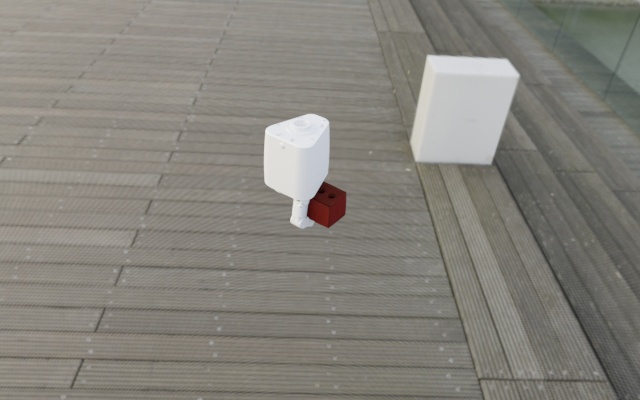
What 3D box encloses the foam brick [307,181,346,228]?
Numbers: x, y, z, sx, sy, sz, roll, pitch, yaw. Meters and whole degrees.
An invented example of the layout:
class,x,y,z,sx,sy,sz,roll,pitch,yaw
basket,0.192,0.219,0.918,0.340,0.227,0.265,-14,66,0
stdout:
class,x,y,z,sx,sy,sz,roll,pitch,yaw
foam brick,0.000,0.003,0.846,0.078,0.051,0.053,26,43,26
